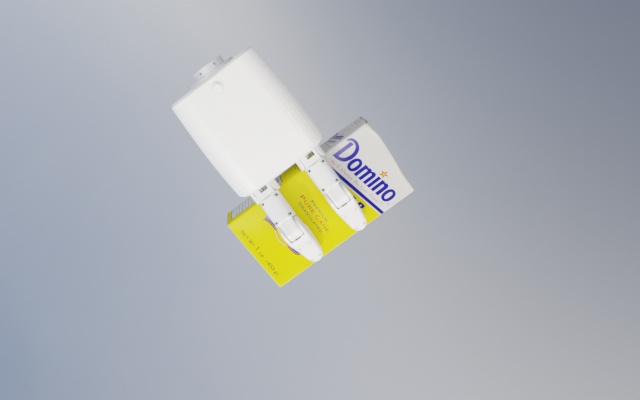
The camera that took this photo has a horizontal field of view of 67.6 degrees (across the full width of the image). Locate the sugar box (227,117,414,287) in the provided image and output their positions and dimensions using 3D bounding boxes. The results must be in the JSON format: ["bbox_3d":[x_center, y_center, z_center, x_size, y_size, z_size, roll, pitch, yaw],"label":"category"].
[{"bbox_3d":[0.000,0.002,0.502,0.176,0.093,0.048,-36,19,4],"label":"sugar box"}]
